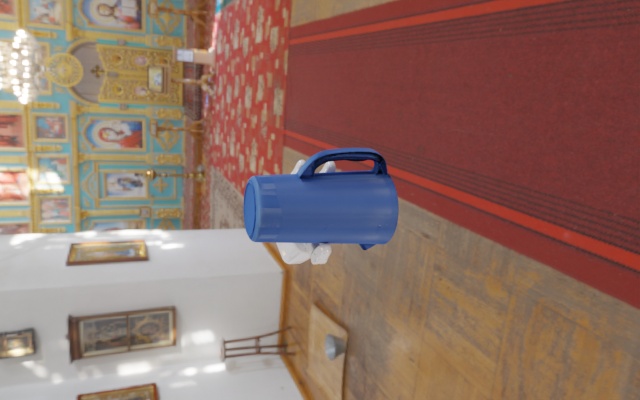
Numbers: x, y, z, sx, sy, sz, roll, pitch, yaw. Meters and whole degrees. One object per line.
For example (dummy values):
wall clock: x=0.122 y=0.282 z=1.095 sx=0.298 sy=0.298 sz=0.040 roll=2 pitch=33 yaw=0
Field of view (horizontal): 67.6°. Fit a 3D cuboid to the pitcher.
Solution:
pitcher: x=0.000 y=0.003 z=0.803 sx=0.243 sy=0.149 sz=0.145 roll=0 pitch=-20 yaw=-20
